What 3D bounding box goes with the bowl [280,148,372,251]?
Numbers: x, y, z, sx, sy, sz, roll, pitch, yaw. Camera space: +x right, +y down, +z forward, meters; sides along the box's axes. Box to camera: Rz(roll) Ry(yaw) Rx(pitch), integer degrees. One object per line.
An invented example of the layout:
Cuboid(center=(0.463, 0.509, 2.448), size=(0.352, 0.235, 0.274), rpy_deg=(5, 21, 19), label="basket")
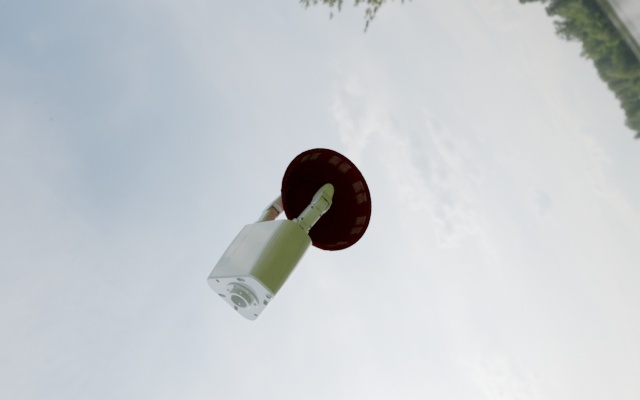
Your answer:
Cuboid(center=(0.001, 0.002, 0.745), size=(0.162, 0.162, 0.055), rpy_deg=(0, -13, -31), label="bowl")
